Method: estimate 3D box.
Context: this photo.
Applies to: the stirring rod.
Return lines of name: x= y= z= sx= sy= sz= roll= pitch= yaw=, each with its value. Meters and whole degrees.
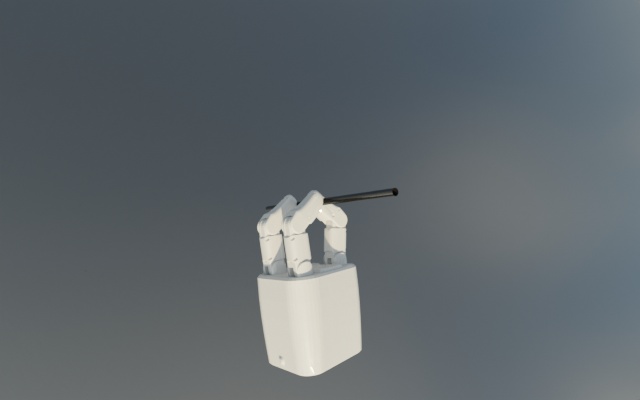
stirring rod: x=0.000 y=0.002 z=0.548 sx=0.011 sy=0.011 sz=0.239 roll=0 pitch=-5 yaw=-36
